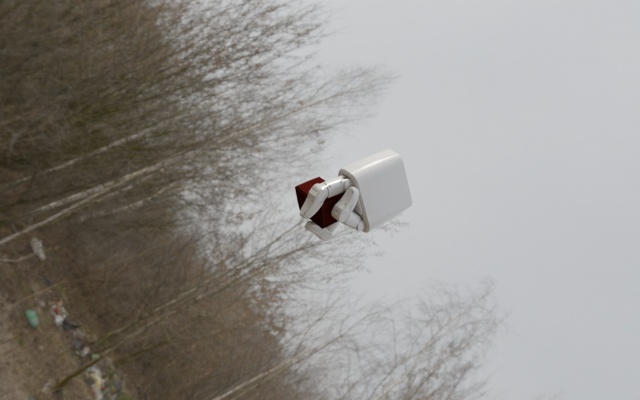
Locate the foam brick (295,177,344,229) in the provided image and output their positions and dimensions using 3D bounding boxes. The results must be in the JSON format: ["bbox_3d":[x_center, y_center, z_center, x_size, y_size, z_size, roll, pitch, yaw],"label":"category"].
[{"bbox_3d":[0.000,0.003,0.824,0.051,0.053,0.078,-26,39,-24],"label":"foam brick"}]
